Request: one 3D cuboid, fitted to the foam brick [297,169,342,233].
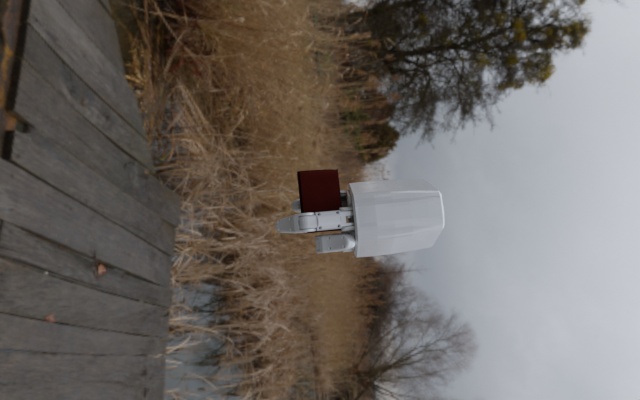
[{"bbox_3d":[0.000,0.002,0.611,0.051,0.078,0.053,-6,-4,0],"label":"foam brick"}]
